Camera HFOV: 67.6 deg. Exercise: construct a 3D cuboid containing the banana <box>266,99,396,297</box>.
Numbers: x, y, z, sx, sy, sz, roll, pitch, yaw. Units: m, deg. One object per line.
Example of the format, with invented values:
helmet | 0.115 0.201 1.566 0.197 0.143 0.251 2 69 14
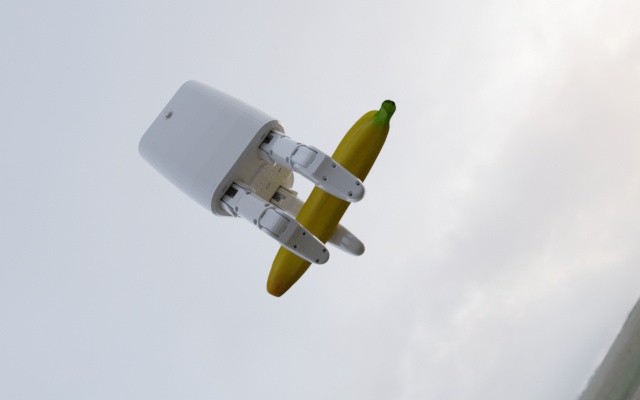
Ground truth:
banana | 0.007 -0.004 0.425 0.037 0.198 0.069 33 16 12
